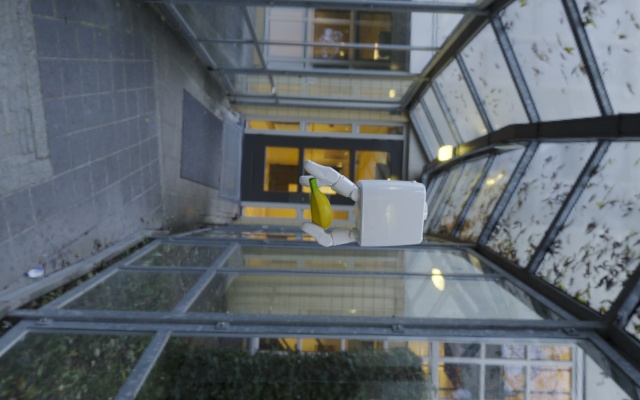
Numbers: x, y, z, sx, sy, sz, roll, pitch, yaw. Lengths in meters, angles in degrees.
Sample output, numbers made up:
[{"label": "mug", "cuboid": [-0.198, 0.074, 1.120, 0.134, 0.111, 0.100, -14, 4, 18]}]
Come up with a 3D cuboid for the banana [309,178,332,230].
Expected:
[{"label": "banana", "cuboid": [0.001, 0.020, 0.855, 0.037, 0.069, 0.198, -3, -16, -1]}]
